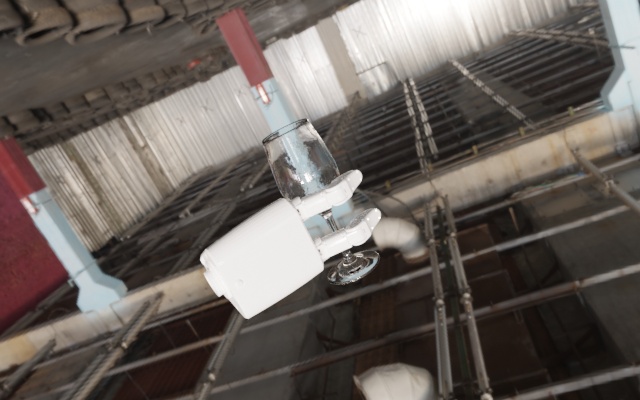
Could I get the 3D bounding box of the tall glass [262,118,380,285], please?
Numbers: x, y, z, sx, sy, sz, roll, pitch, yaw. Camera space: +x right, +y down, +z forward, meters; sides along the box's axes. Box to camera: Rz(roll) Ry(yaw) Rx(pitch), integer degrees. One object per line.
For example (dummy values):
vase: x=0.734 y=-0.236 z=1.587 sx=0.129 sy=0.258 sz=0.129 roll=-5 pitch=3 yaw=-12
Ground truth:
tall glass: x=0.000 y=0.002 z=0.593 sx=0.079 sy=0.201 sz=0.079 roll=-24 pitch=16 yaw=7
